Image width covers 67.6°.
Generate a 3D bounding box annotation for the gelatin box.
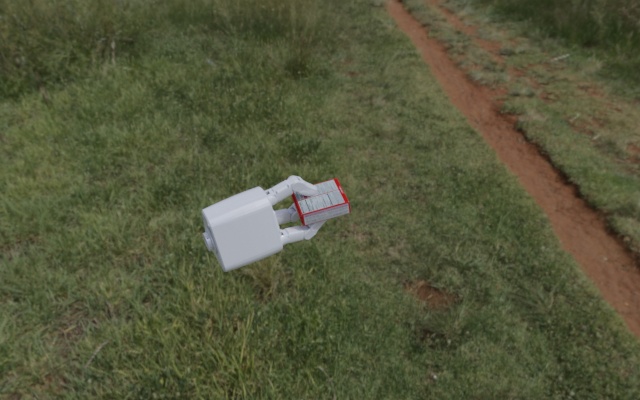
[{"bbox_3d":[0.000,0.002,0.842,0.089,0.030,0.073,-16,40,-7],"label":"gelatin box"}]
